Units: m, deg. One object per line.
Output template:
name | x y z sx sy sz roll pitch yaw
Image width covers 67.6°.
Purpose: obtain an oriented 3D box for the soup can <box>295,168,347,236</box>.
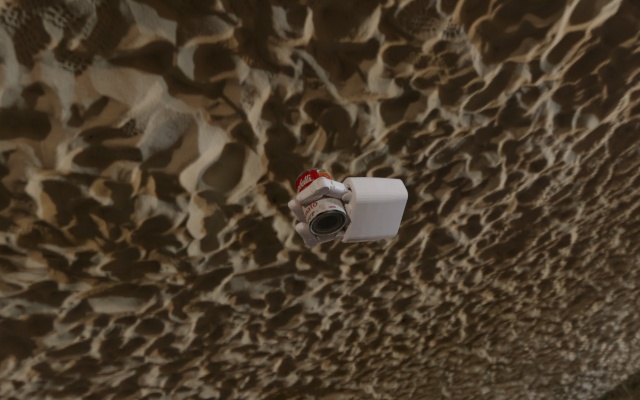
soup can | 0.000 0.003 0.830 0.068 0.102 0.069 -12 -39 -10
